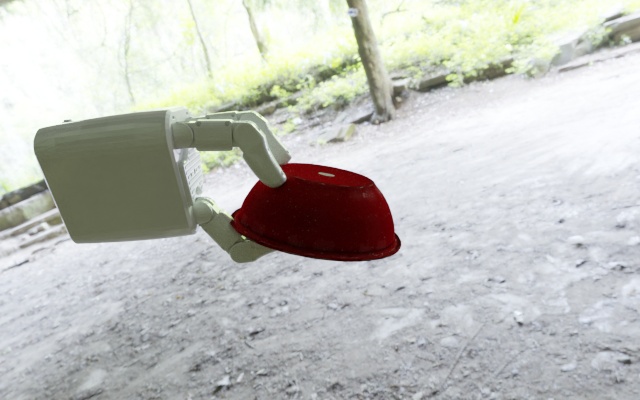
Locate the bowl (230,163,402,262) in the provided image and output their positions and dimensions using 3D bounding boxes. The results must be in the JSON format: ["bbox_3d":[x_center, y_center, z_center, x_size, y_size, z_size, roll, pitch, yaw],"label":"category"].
[{"bbox_3d":[0.001,0.001,0.443,0.162,0.055,0.162,9,14,-2],"label":"bowl"}]
